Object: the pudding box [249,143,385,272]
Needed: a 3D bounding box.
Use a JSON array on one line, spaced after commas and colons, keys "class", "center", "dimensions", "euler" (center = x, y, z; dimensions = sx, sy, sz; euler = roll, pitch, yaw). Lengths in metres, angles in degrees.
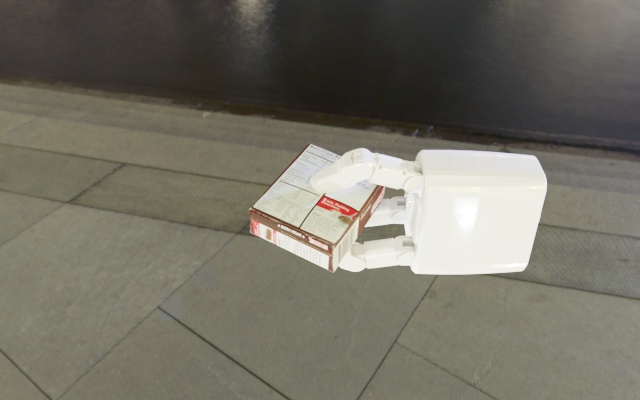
[{"class": "pudding box", "center": [0.000, 0.001, 0.453], "dimensions": [0.090, 0.039, 0.113], "euler": [23, 47, 19]}]
